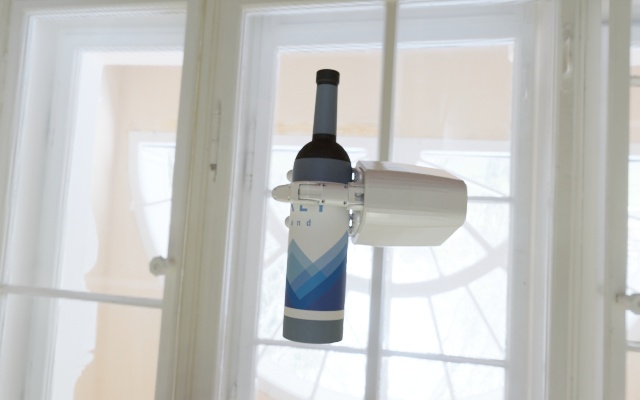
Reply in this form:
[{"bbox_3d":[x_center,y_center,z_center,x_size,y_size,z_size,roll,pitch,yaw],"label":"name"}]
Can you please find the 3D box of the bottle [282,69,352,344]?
[{"bbox_3d":[0.000,0.002,0.527,0.069,0.295,0.069,3,-5,0],"label":"bottle"}]
